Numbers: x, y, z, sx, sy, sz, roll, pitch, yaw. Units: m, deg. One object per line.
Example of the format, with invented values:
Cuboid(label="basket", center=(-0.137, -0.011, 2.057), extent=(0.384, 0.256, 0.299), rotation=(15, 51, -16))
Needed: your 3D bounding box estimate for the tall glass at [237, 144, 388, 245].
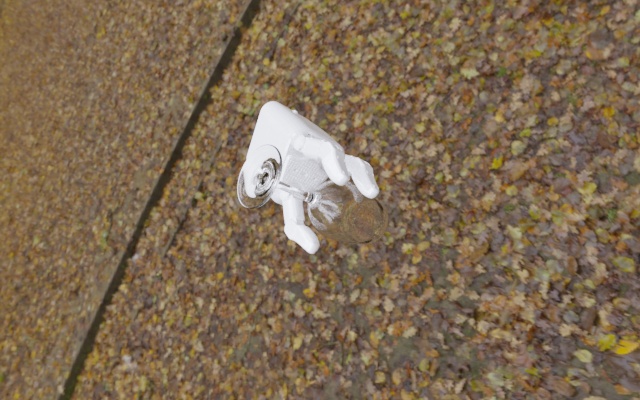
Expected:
Cuboid(label="tall glass", center=(0.000, 0.002, 0.587), extent=(0.079, 0.079, 0.201), rotation=(0, -17, 46))
